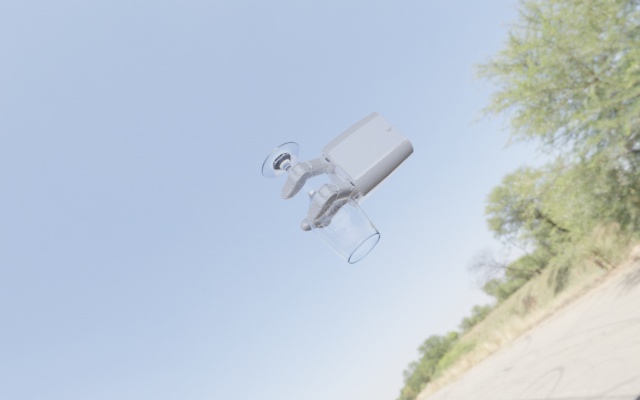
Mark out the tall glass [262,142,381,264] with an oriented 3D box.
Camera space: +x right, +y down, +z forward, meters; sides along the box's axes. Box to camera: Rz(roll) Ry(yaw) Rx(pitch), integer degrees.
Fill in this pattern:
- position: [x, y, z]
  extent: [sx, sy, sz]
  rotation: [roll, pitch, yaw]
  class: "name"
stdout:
- position: [0.000, 0.002, 0.716]
  extent: [0.201, 0.079, 0.079]
  rotation: [47, 23, 23]
  class: "tall glass"
